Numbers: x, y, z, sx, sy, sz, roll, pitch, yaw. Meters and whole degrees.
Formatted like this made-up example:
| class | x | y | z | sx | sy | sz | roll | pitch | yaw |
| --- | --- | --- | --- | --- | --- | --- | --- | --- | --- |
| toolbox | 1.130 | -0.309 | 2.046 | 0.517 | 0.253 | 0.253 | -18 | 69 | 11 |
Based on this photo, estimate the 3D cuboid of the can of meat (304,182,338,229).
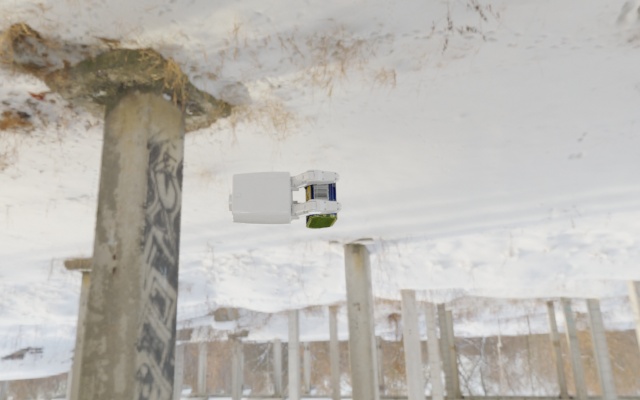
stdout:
| class | x | y | z | sx | sy | sz | roll | pitch | yaw |
| --- | --- | --- | --- | --- | --- | --- | --- | --- | --- |
| can of meat | 0.000 | 0.003 | 0.900 | 0.057 | 0.084 | 0.102 | 1 | -16 | -7 |
